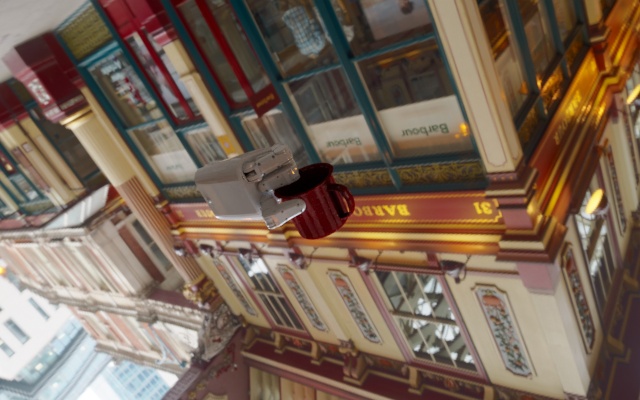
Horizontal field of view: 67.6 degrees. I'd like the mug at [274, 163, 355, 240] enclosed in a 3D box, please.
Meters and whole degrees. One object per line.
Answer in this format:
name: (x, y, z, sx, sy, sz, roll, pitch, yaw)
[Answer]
mug: (0.001, 0.002, 0.691, 0.117, 0.081, 0.093, -4, 32, 38)
